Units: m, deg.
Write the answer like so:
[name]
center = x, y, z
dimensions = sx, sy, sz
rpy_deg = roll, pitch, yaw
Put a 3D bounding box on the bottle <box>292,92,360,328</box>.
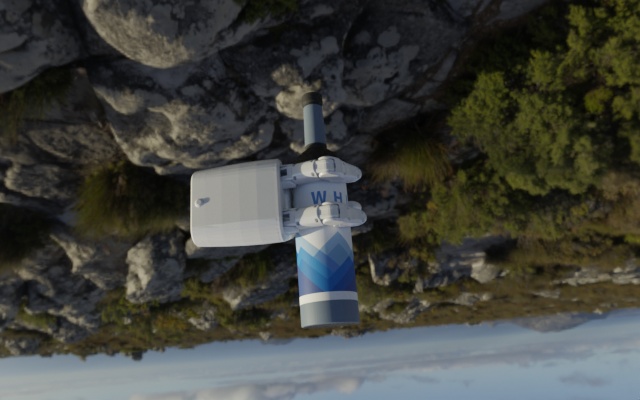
[bottle]
center = 0.000, 0.002, 0.585
dimensions = 0.069, 0.295, 0.069
rpy_deg = -4, -19, -1
